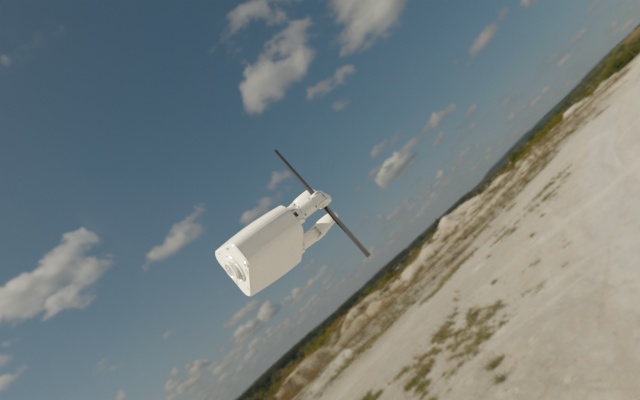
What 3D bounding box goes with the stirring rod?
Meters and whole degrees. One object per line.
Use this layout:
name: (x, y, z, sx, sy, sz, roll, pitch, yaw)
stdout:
stirring rod: (0.000, 0.003, 0.800, 0.011, 0.239, 0.011, -40, -11, -10)
